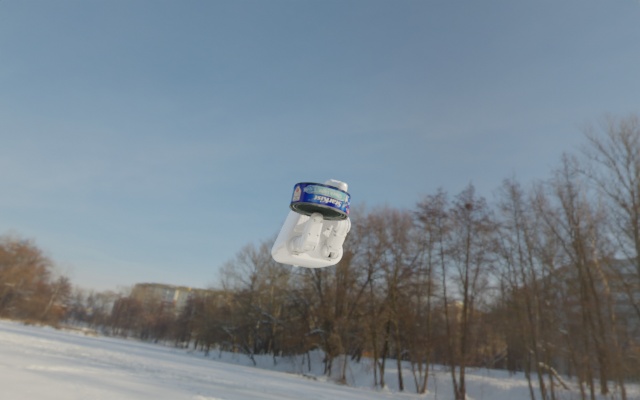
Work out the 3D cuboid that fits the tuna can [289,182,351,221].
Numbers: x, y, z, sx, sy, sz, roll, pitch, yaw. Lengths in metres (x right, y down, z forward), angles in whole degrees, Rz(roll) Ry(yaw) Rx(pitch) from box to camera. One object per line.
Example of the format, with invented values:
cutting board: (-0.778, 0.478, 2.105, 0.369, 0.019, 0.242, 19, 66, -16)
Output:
tuna can: (0.000, 0.002, 0.686, 0.086, 0.033, 0.086, 11, -13, 3)
